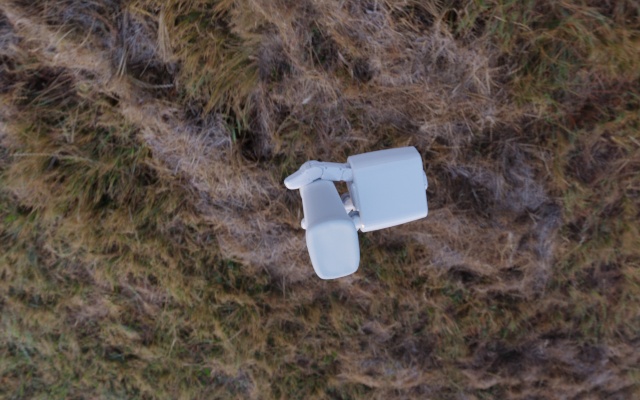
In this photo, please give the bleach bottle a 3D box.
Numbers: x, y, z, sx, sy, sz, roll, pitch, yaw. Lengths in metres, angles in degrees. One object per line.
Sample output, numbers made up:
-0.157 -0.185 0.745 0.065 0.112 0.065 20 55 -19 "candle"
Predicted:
0.000 0.003 0.734 0.068 0.103 0.250 -12 34 -3 "bleach bottle"
